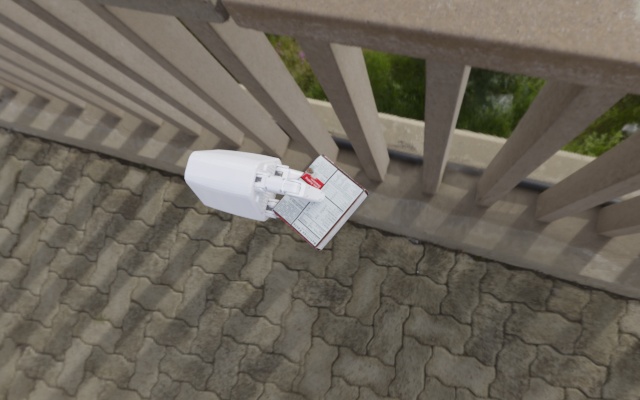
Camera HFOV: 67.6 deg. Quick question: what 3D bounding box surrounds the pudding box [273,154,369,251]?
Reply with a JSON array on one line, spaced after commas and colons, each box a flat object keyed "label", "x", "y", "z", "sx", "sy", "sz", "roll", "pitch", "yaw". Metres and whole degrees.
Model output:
[{"label": "pudding box", "x": 0.000, "y": 0.002, "z": 0.695, "sx": 0.090, "sy": 0.113, "sz": 0.039, "roll": 41, "pitch": 2, "yaw": 15}]
